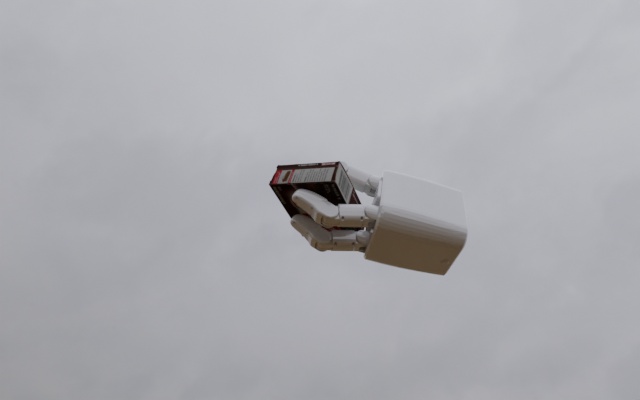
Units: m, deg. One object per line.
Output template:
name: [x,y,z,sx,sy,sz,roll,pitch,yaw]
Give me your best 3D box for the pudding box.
pudding box: [0.000,0.002,0.606,0.090,0.039,0.114,-2,-42,25]
